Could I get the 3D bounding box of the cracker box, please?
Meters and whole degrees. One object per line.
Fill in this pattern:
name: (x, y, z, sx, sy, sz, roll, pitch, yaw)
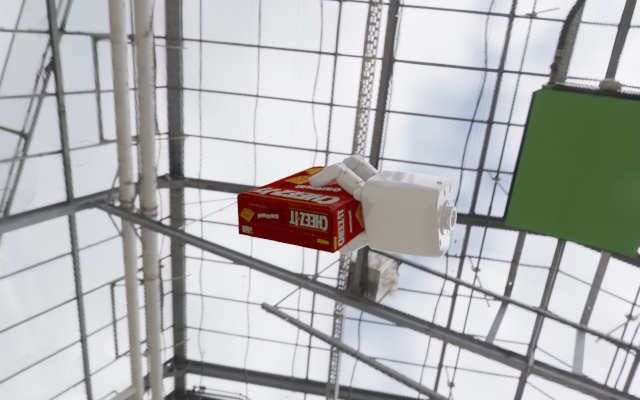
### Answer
cracker box: (0.000, 0.003, 0.745, 0.164, 0.072, 0.213, 8, 18, 29)
